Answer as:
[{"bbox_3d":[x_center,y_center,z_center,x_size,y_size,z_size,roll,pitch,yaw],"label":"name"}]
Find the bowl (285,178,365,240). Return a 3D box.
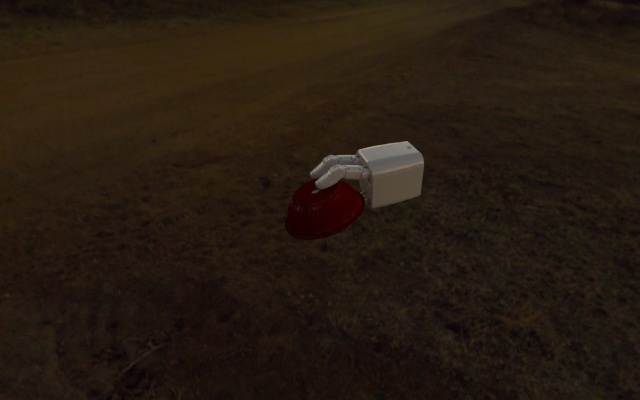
[{"bbox_3d":[-0.001,0.003,0.898,0.162,0.055,0.162,-16,31,10],"label":"bowl"}]
